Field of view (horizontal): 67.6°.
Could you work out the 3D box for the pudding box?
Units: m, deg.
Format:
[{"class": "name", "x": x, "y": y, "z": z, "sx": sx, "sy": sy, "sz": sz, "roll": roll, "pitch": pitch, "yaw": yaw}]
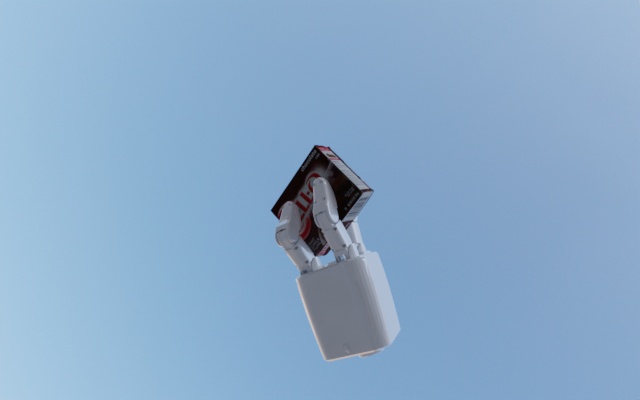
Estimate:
[{"class": "pudding box", "x": 0.000, "y": 0.002, "z": 0.596, "sx": 0.090, "sy": 0.113, "sz": 0.039, "roll": 46, "pitch": 24, "yaw": 22}]
